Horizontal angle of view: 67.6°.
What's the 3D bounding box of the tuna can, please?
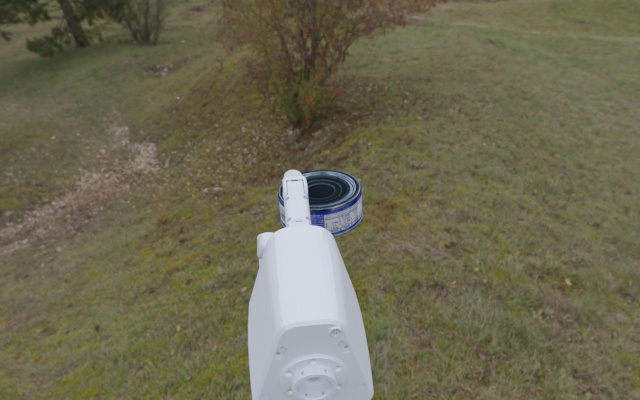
[{"bbox_3d":[0.000,0.001,0.486,0.086,0.034,0.086,-3,30,2],"label":"tuna can"}]
